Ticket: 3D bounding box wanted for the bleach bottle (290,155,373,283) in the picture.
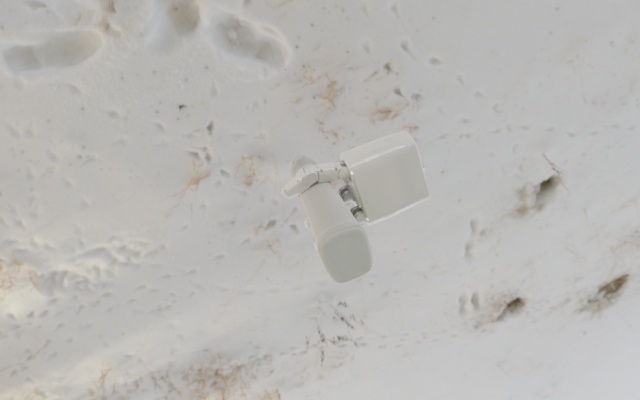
[{"bbox_3d":[0.000,0.002,0.719,0.068,0.103,0.250,-23,41,-3],"label":"bleach bottle"}]
